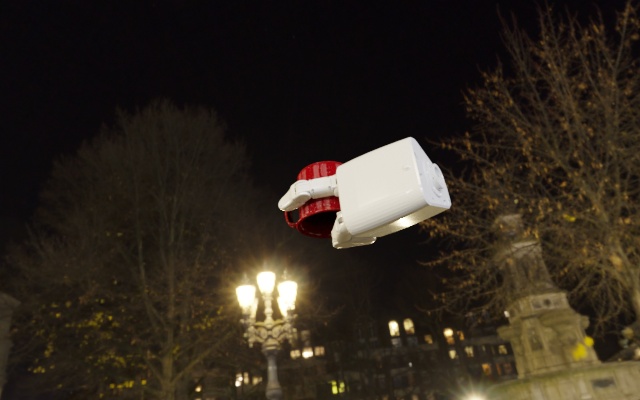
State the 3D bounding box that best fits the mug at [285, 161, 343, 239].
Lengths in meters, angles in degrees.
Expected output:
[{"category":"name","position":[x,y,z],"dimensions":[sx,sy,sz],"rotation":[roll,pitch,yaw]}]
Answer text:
[{"category":"mug","position":[-0.001,0.003,0.682],"dimensions":[0.117,0.081,0.093],"rotation":[-21,-32,27]}]
